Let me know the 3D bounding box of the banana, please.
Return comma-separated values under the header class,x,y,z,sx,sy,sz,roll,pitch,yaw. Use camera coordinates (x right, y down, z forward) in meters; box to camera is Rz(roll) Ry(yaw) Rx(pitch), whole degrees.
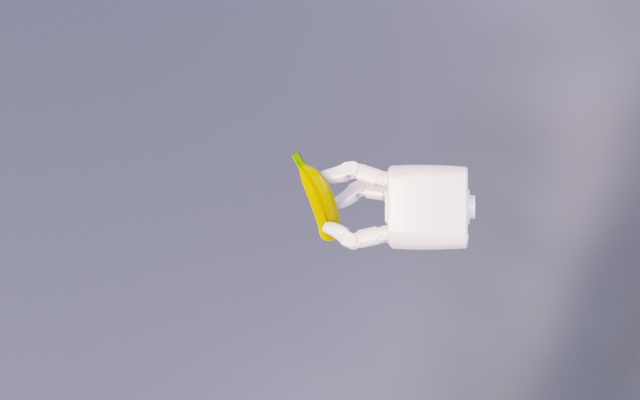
class,x,y,z,sx,sy,sz,roll,pitch,yaw
banana,0.005,0.013,0.730,0.037,0.069,0.198,-21,-43,-4
